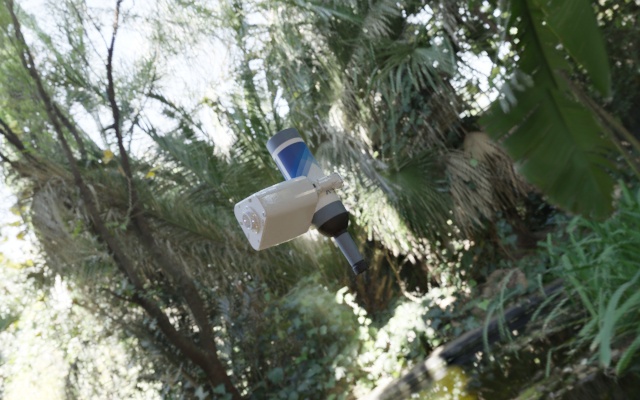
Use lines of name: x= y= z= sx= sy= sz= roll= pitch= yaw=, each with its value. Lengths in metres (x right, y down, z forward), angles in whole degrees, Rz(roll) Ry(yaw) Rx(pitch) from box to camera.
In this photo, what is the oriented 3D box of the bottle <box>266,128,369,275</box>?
bottle: x=0.000 y=0.003 z=0.872 sx=0.069 sy=0.295 sz=0.069 roll=-29 pitch=-15 yaw=-9
